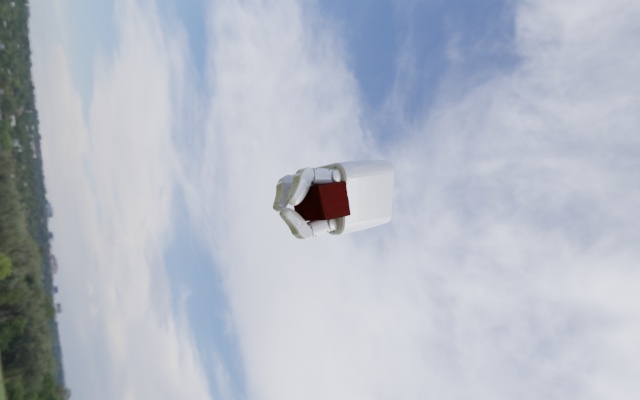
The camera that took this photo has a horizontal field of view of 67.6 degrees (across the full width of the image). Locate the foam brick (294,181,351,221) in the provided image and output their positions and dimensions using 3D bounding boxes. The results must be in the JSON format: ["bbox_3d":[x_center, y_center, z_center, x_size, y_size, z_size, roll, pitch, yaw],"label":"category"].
[{"bbox_3d":[0.000,0.002,0.712,0.051,0.053,0.078,-9,1,-34],"label":"foam brick"}]
